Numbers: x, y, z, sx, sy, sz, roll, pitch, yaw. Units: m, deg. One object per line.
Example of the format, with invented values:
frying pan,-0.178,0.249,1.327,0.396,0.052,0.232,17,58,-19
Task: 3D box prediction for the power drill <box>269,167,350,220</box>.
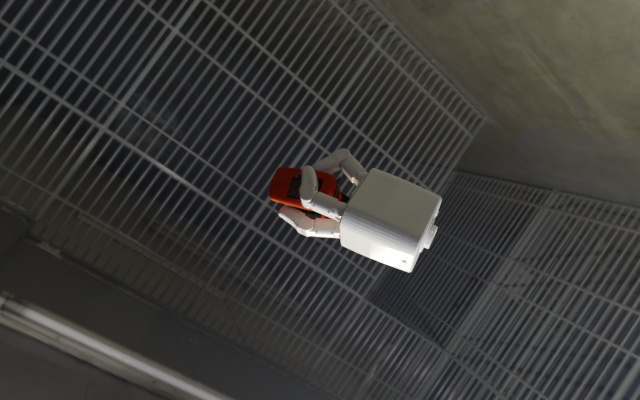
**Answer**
power drill,0.000,0.002,0.760,0.184,0.057,0.188,9,-10,30
